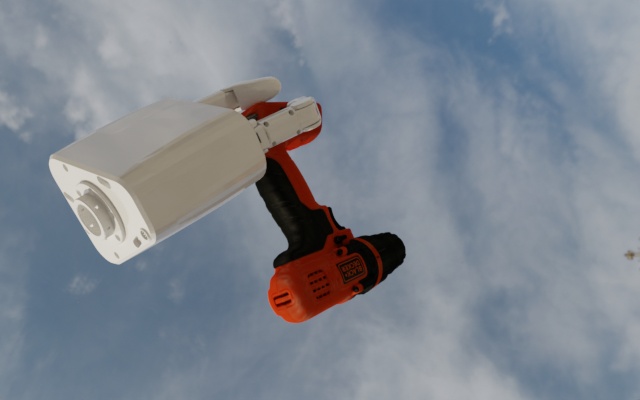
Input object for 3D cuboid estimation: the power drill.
[{"bbox_3d":[0.000,0.001,0.445,0.057,0.187,0.184,-30,-9,36],"label":"power drill"}]
